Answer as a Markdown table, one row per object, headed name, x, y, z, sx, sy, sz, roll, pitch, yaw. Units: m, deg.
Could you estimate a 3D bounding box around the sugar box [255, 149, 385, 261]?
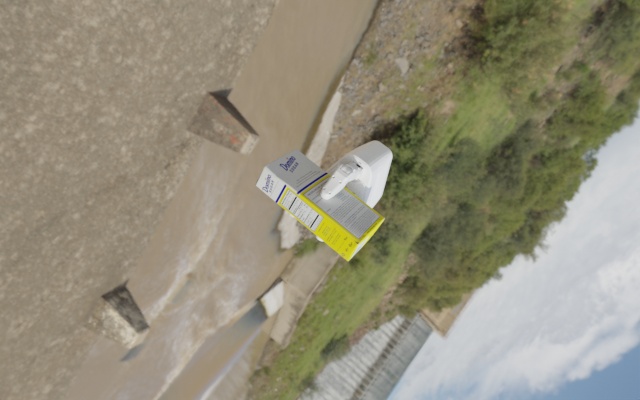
| name | x | y | z | sx | sy | sz | roll | pitch | yaw |
| --- | --- | --- | --- | --- | --- | --- | --- | --- | --- |
| sugar box | 0.000 | 0.003 | 0.705 | 0.176 | 0.048 | 0.093 | 37 | 35 | 12 |
